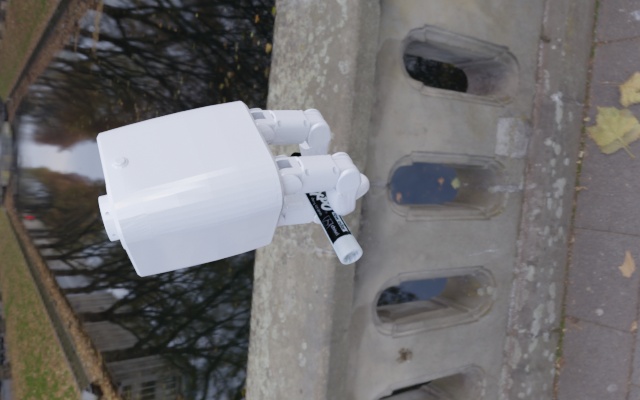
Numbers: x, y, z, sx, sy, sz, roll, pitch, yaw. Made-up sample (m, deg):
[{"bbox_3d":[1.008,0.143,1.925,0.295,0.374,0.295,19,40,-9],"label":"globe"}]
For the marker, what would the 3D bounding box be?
[{"bbox_3d":[0.000,0.001,0.403,0.020,0.121,0.020,-19,-37,-15],"label":"marker"}]
